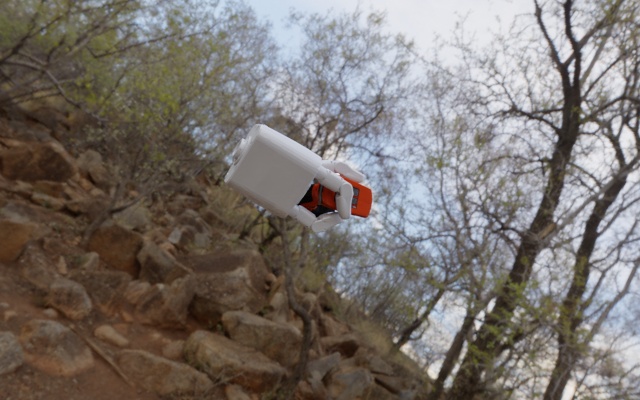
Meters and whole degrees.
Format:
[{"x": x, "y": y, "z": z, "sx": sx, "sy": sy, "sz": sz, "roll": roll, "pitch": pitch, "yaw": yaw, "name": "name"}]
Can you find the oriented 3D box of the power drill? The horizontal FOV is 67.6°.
[{"x": 0.000, "y": 0.003, "z": 0.850, "sx": 0.184, "sy": 0.057, "sz": 0.187, "roll": 17, "pitch": -15, "yaw": -39, "name": "power drill"}]
